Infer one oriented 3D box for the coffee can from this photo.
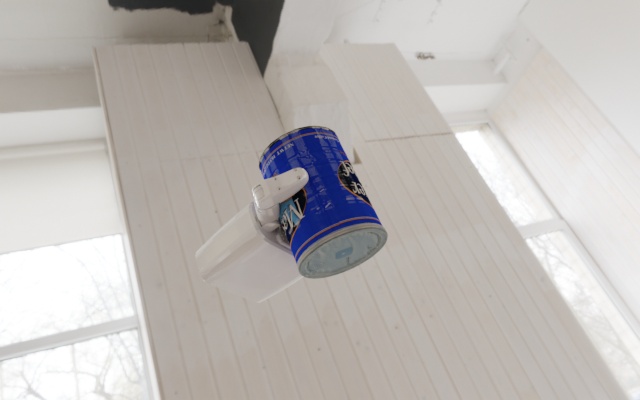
[{"bbox_3d":[0.000,0.002,0.539,0.103,0.140,0.103,-18,-29,-10],"label":"coffee can"}]
